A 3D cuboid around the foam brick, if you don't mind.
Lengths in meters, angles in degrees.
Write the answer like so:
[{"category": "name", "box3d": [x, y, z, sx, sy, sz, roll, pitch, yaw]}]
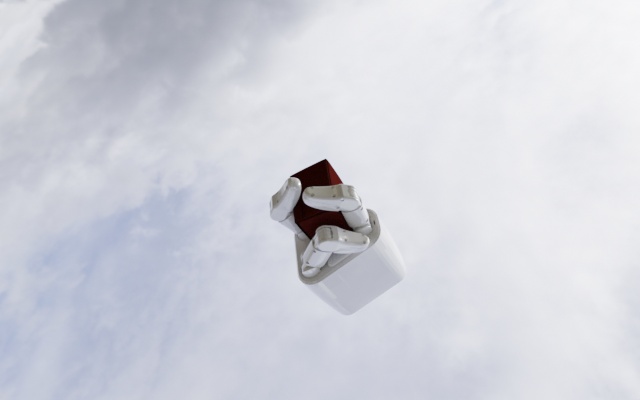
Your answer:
[{"category": "foam brick", "box3d": [0.000, 0.002, 0.563, 0.053, 0.078, 0.051, -23, -43, 16]}]
